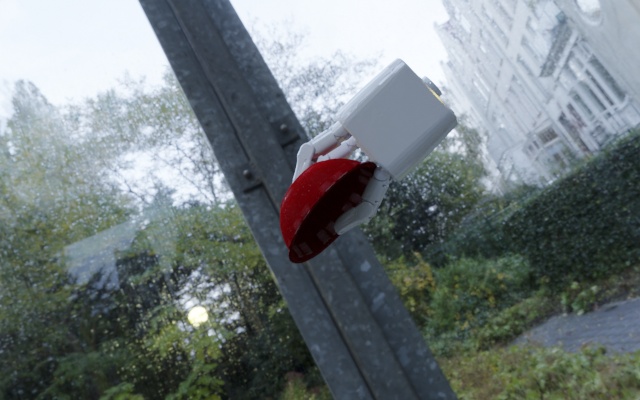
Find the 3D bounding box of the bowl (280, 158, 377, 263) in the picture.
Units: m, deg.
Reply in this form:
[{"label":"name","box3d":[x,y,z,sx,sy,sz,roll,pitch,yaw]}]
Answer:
[{"label":"bowl","box3d":[-0.001,0.003,0.608,0.055,0.162,0.162,40,15,20]}]
